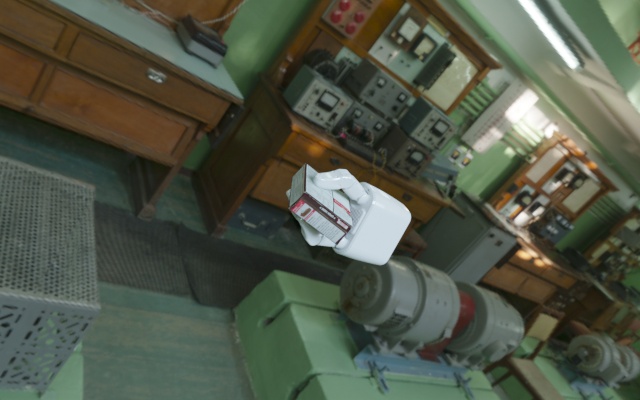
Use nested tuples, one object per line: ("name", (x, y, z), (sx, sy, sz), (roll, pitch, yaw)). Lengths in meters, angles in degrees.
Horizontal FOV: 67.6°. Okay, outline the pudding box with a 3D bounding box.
("pudding box", (0.000, 0.002, 0.696), (0.090, 0.039, 0.113), (37, 18, -16))
